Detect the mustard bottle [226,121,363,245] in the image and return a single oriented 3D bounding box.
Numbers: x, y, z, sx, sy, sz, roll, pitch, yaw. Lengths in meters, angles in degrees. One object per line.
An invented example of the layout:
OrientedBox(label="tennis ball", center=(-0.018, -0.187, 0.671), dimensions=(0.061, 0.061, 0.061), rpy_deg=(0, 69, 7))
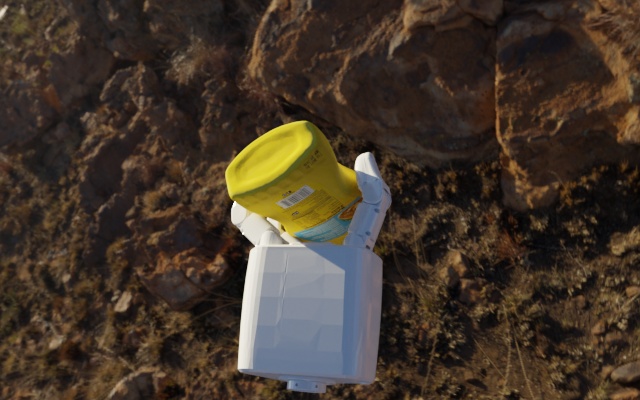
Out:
OrientedBox(label="mustard bottle", center=(0.000, 0.001, 0.480), dimensions=(0.096, 0.058, 0.192), rpy_deg=(-31, -36, 15))
